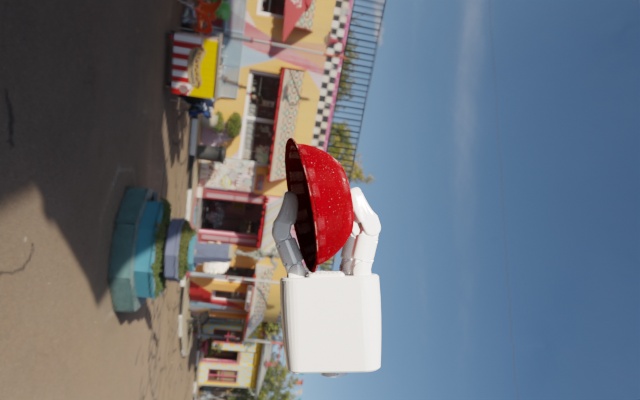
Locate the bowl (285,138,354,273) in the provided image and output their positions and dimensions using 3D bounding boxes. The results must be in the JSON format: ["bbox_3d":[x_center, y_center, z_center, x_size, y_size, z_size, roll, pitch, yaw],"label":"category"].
[{"bbox_3d":[0.000,0.000,0.570,0.055,0.162,0.162,-10,2,-11],"label":"bowl"}]
